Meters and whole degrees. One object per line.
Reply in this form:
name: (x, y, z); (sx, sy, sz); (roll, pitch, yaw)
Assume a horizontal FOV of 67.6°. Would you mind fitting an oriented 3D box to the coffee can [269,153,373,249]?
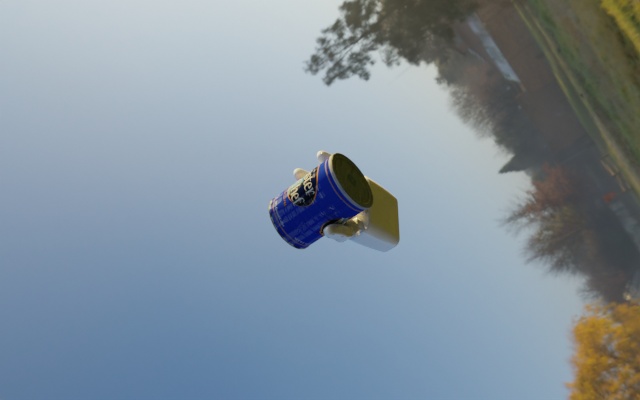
coffee can: (0.000, 0.002, 0.782); (0.140, 0.102, 0.103); (-34, -17, 27)
